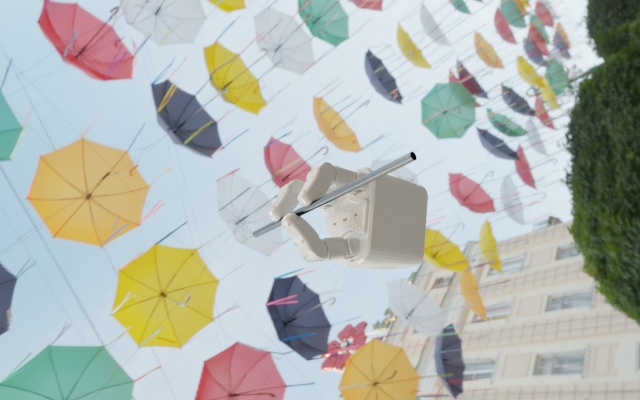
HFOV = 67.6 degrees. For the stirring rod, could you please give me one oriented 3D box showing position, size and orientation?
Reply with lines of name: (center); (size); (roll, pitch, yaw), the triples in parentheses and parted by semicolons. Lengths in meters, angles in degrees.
stirring rod: (0.000, 0.002, 0.478); (0.011, 0.011, 0.239); (0, -19, -42)
